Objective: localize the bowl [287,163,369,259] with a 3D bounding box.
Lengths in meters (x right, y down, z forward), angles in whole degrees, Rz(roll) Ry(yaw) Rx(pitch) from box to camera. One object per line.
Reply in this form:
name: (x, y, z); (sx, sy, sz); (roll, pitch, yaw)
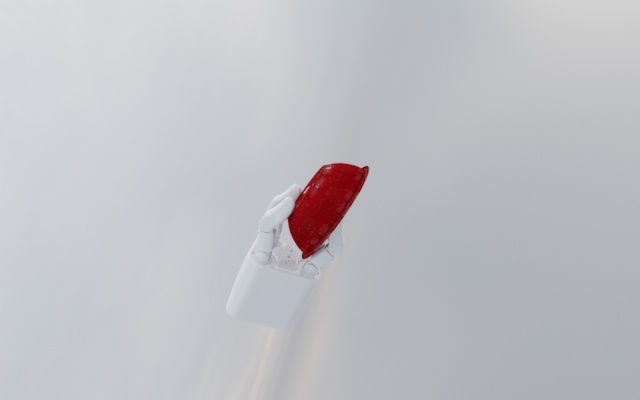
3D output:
bowl: (0.001, 0.001, 0.677); (0.055, 0.162, 0.162); (36, -5, -6)
